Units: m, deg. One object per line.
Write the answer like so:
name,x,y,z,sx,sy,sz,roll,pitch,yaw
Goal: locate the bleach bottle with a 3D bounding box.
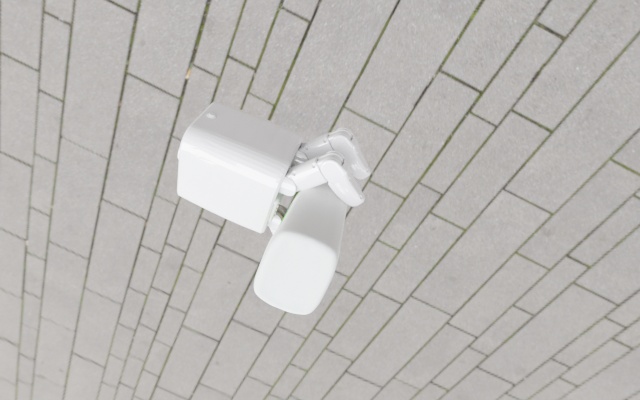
bleach bottle,0.000,0.002,0.539,0.068,0.103,0.250,23,35,-2
